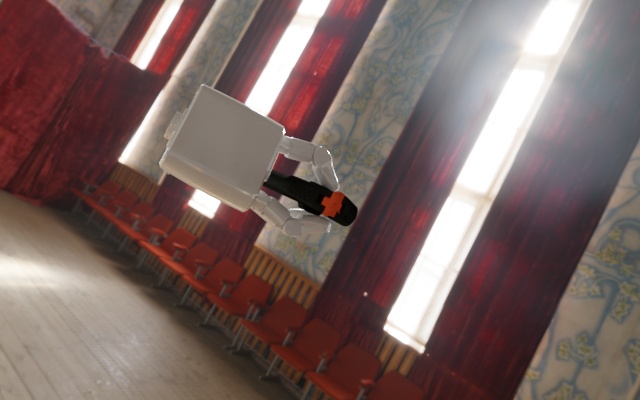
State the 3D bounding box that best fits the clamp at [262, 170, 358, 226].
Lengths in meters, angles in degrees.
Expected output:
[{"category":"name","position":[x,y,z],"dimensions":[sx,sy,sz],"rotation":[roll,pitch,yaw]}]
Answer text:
[{"category":"clamp","position":[0.000,0.001,0.591],"dimensions":[0.164,0.036,0.210],"rotation":[26,-3,-19]}]
